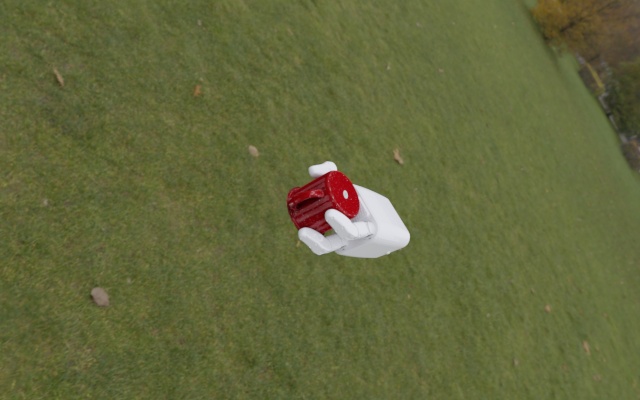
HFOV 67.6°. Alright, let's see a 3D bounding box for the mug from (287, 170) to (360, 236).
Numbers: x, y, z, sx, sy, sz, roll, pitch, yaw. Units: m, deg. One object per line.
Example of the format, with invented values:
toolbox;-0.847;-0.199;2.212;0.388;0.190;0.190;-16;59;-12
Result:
mug;-0.001;0.002;0.740;0.081;0.093;0.117;-28;-26;32
